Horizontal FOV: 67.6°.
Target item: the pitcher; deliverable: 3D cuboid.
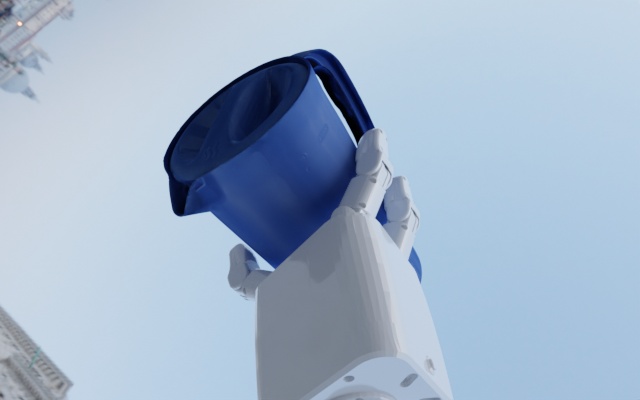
[{"bbox_3d":[0.000,0.002,0.420,0.149,0.243,0.145,-29,36,13],"label":"pitcher"}]
